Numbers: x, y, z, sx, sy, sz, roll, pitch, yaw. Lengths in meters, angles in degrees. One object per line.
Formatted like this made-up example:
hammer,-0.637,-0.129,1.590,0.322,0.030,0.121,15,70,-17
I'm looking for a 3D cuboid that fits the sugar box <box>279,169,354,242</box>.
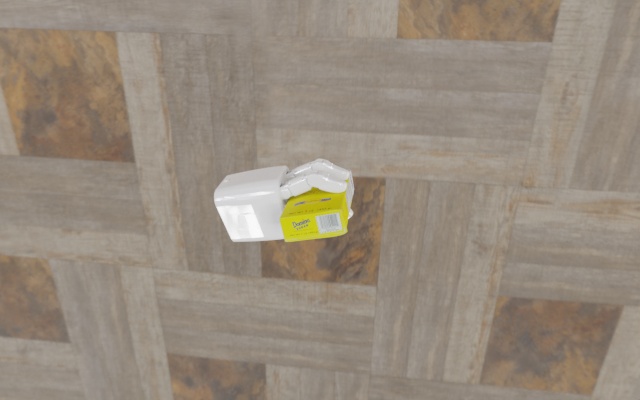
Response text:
sugar box,0.000,0.002,0.749,0.093,0.048,0.176,-8,24,10
